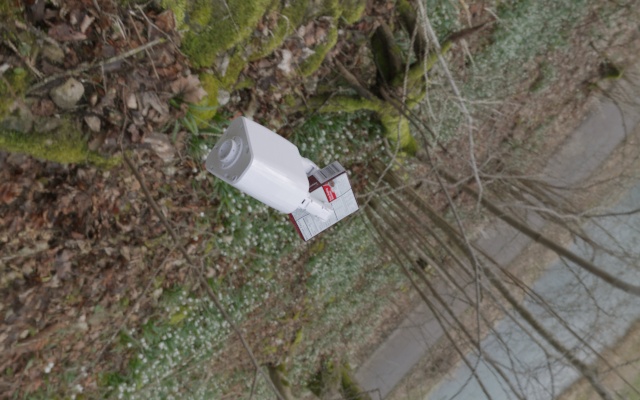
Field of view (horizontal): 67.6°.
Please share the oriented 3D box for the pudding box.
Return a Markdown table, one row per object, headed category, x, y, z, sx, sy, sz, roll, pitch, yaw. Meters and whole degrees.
| category | x | y | z | sx | sy | sz | roll | pitch | yaw |
| --- | --- | --- | --- | --- | --- | --- | --- | --- | --- |
| pudding box | 0.000 | 0.003 | 0.774 | 0.113 | 0.090 | 0.039 | -30 | 42 | -8 |
